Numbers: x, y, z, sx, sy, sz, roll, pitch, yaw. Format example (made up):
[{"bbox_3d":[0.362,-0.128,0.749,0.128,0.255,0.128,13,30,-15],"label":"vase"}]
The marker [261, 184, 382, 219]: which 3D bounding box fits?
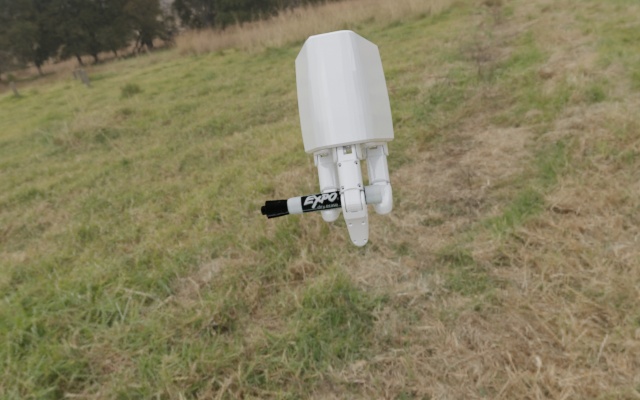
[{"bbox_3d":[0.000,0.002,0.477,0.121,0.020,0.020,-8,-1,6],"label":"marker"}]
